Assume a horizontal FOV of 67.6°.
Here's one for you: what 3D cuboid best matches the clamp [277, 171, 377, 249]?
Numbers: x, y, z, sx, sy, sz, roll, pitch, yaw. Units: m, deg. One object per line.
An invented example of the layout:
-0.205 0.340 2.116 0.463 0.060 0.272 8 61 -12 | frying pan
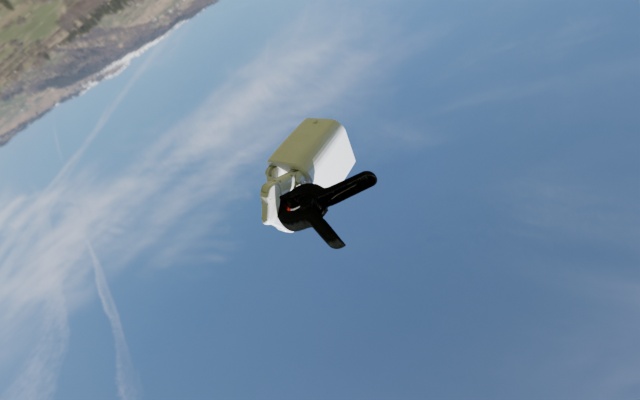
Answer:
0.000 0.003 0.674 0.171 0.120 0.039 13 -34 47 | clamp
